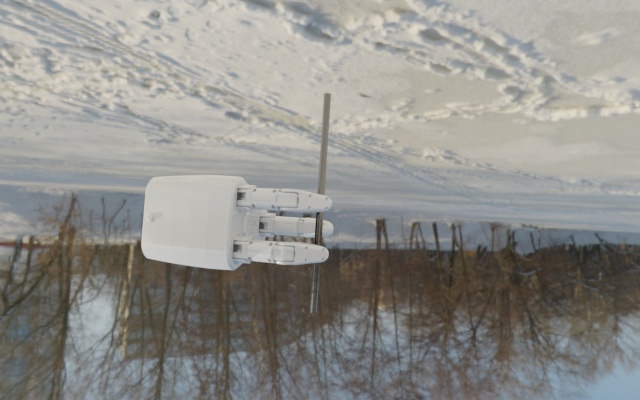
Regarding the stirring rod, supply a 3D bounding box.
[{"bbox_3d":[0.000,0.002,0.524,0.011,0.239,0.011,4,-3,0],"label":"stirring rod"}]
